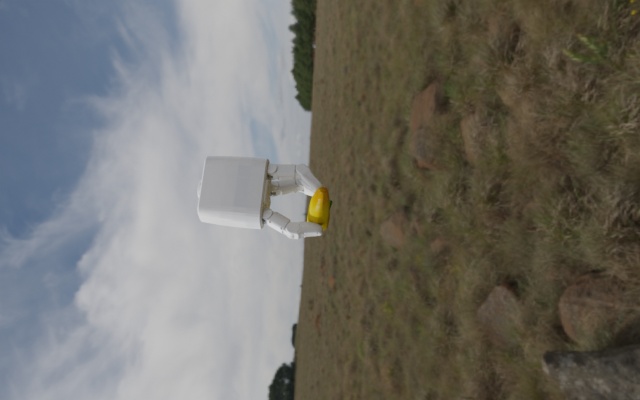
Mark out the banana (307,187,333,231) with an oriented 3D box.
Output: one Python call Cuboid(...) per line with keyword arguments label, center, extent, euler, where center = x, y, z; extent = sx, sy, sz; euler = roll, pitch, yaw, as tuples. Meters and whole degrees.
Cuboid(label="banana", center=(-0.002, 0.021, 0.825), extent=(0.037, 0.069, 0.198), euler=(8, -5, 3))
